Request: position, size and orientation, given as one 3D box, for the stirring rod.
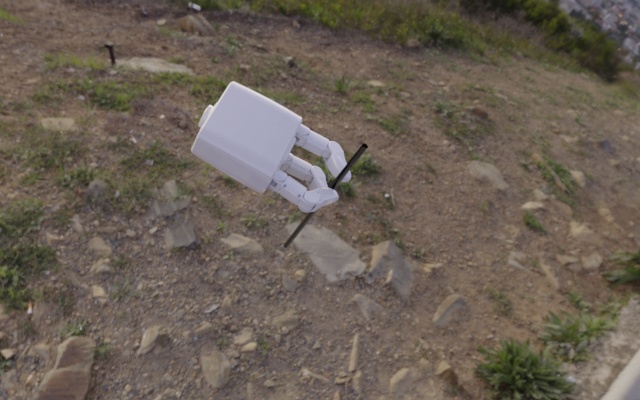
[{"bbox_3d":[0.000,0.002,0.665,0.011,0.011,0.240,0,-35,-34],"label":"stirring rod"}]
